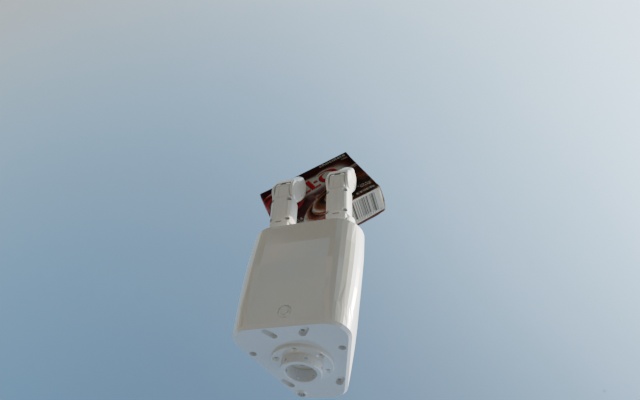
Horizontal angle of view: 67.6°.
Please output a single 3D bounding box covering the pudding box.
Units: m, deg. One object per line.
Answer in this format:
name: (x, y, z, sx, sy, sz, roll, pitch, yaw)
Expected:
pudding box: (0.000, 0.002, 0.512, 0.113, 0.039, 0.090, -25, 36, -8)
